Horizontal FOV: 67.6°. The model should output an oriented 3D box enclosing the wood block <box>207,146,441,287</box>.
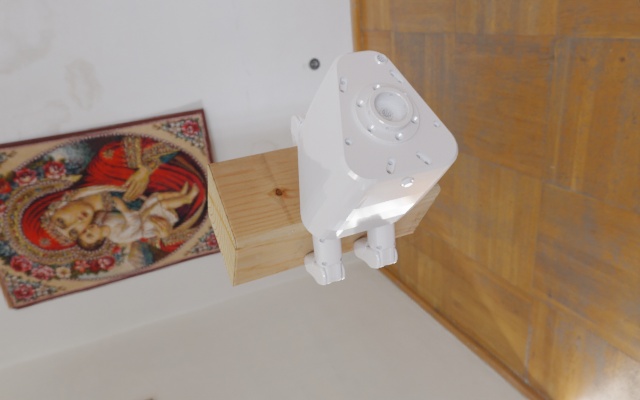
[{"bbox_3d":[0.000,0.001,0.481,0.206,0.090,0.090,-14,-30,-21],"label":"wood block"}]
